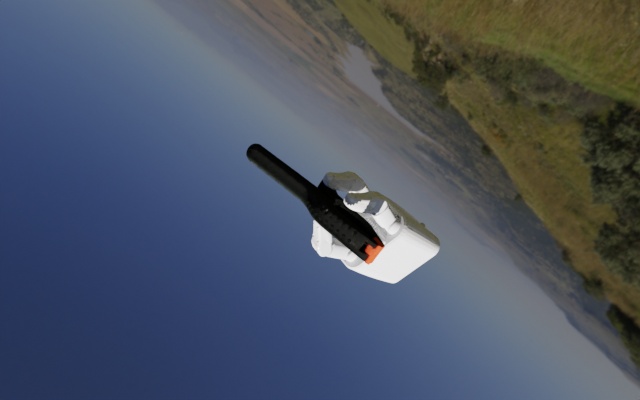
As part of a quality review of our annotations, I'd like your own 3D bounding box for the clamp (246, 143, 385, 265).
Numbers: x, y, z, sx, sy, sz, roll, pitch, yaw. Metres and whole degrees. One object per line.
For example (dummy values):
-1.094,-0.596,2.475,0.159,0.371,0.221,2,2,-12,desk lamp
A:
0.000,0.003,0.604,0.164,0.036,0.210,24,17,-42,clamp
